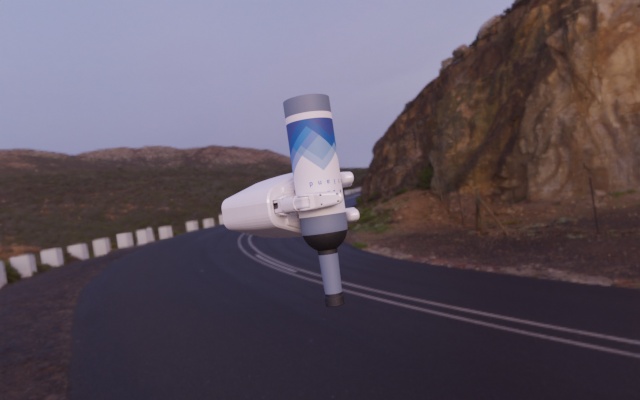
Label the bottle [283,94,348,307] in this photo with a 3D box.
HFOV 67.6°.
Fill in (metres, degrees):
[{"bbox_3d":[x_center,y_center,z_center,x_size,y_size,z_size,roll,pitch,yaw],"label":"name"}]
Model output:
[{"bbox_3d":[0.000,0.002,0.678,0.069,0.295,0.069,-8,-1,0],"label":"bottle"}]
